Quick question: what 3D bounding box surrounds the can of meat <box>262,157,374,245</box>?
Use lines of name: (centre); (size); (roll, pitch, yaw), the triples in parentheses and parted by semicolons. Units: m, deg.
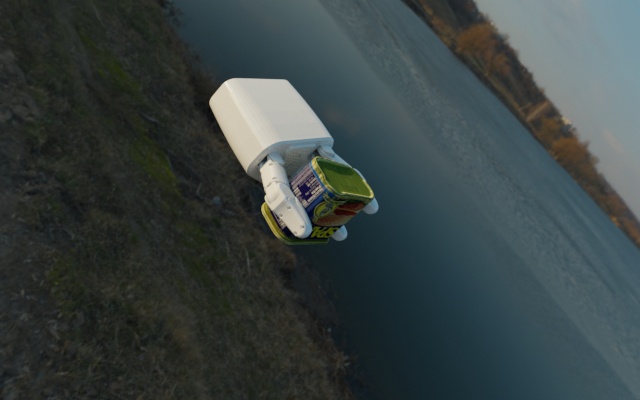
can of meat: (0.000, 0.002, 0.531); (0.084, 0.057, 0.102); (-43, -25, 23)
